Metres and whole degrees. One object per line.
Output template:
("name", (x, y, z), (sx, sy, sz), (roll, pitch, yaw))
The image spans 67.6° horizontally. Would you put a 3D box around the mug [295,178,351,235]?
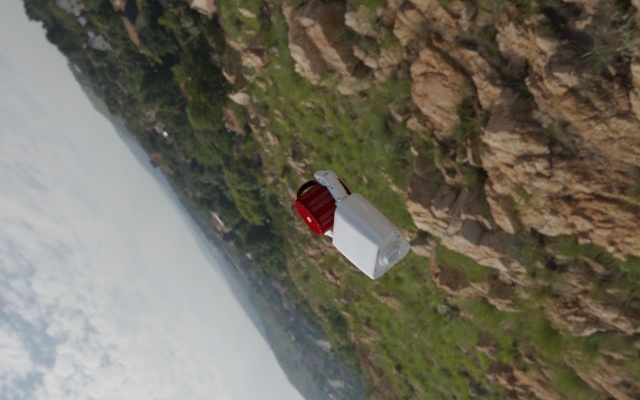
("mug", (-0.001, 0.002, 0.882), (0.081, 0.093, 0.117), (-37, 53, -16))
